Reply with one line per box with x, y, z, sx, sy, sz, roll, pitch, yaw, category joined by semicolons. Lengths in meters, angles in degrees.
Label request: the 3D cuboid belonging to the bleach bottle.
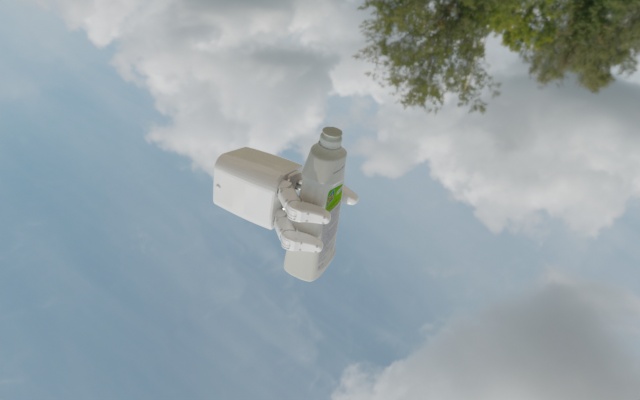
0.000;0.002;0.724;0.068;0.251;0.102;22;37;15;bleach bottle
